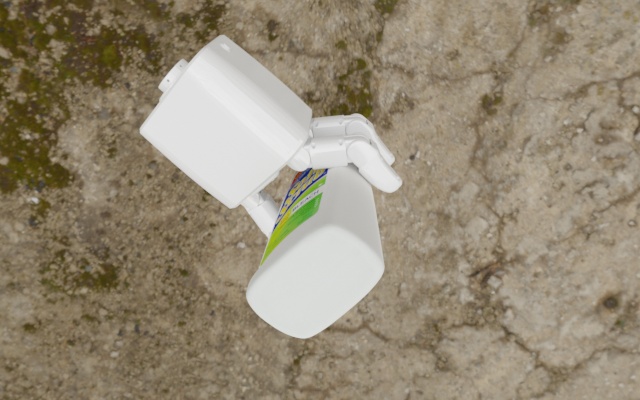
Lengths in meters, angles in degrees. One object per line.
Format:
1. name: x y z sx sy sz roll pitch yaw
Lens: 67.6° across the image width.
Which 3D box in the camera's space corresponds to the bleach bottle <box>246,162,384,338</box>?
1. bleach bottle: 0.000 0.001 0.439 0.068 0.102 0.250 40 22 -18
